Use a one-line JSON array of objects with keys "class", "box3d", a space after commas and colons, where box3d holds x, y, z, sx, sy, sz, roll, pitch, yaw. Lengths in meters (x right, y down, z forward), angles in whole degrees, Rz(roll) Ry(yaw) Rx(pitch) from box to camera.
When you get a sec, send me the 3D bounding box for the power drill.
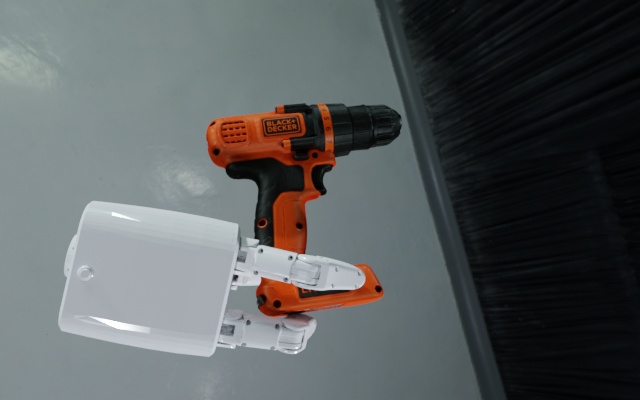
[{"class": "power drill", "box3d": [0.000, 0.002, 0.428, 0.184, 0.187, 0.057, -8, -17, -9]}]
